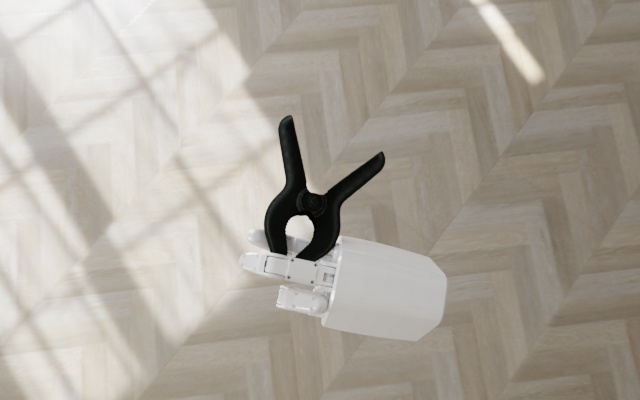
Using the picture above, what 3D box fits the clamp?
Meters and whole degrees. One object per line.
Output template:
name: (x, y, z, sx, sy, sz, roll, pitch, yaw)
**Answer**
clamp: (0.000, 0.002, 0.499, 0.120, 0.171, 0.039, 11, -11, 0)
